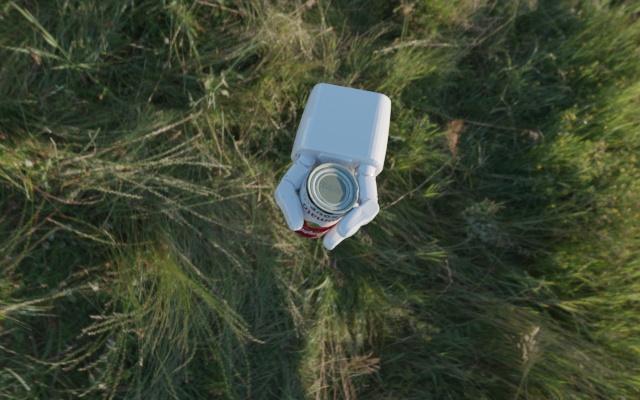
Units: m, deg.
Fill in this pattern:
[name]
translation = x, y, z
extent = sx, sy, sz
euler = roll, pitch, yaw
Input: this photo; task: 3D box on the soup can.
[soup can]
translation = 0.000, 0.002, 0.605
extent = 0.068, 0.068, 0.102
euler = 0, -20, -19
